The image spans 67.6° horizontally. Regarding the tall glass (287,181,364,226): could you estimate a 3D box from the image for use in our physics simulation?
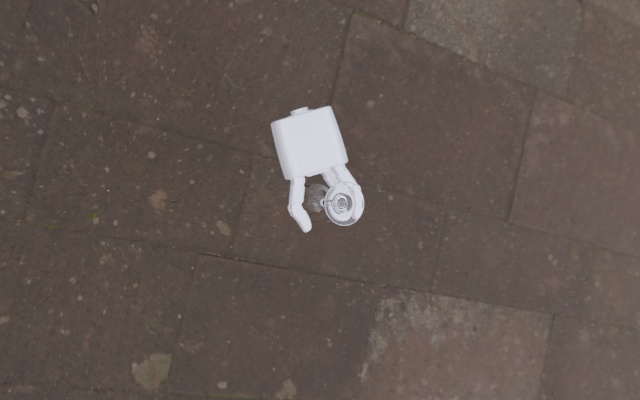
[{"bbox_3d":[0.000,0.003,0.882,0.079,0.079,0.201,0,1,-24],"label":"tall glass"}]
